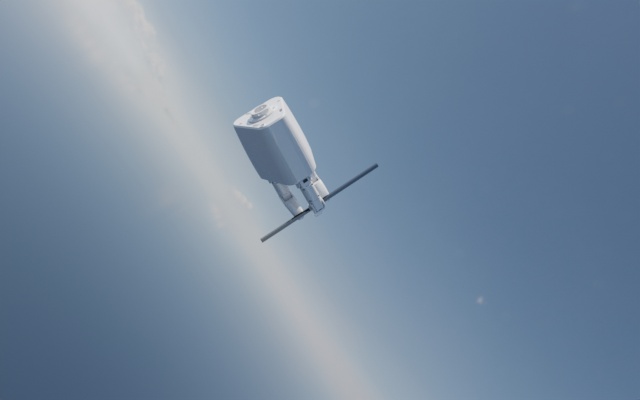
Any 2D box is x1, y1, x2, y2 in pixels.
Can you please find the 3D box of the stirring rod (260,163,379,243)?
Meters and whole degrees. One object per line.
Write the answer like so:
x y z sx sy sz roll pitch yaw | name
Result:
0.000 0.003 0.818 0.239 0.011 0.011 -33 6 -9 | stirring rod
